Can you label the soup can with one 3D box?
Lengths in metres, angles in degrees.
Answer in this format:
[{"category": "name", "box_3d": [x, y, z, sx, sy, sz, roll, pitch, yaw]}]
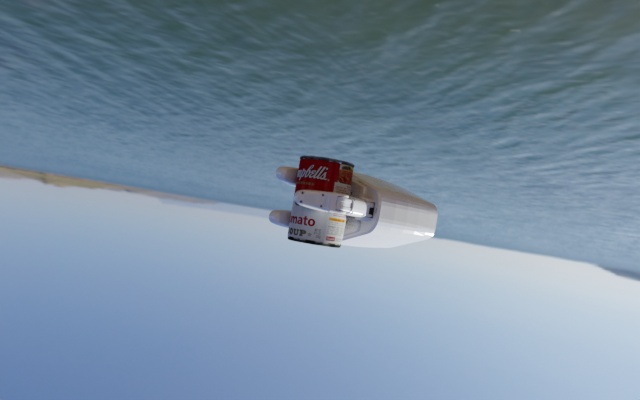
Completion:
[{"category": "soup can", "box_3d": [0.000, 0.002, 0.581, 0.068, 0.102, 0.068, 9, -2, 0]}]
